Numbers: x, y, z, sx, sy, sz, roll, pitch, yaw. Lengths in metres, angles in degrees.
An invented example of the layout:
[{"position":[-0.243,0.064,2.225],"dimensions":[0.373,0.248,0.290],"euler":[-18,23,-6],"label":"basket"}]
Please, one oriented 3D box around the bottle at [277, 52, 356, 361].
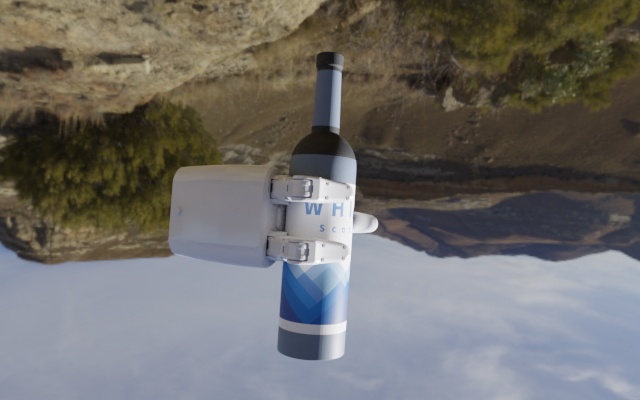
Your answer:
[{"position":[0.000,0.002,0.475],"dimensions":[0.069,0.295,0.069],"euler":[4,-2,0],"label":"bottle"}]
